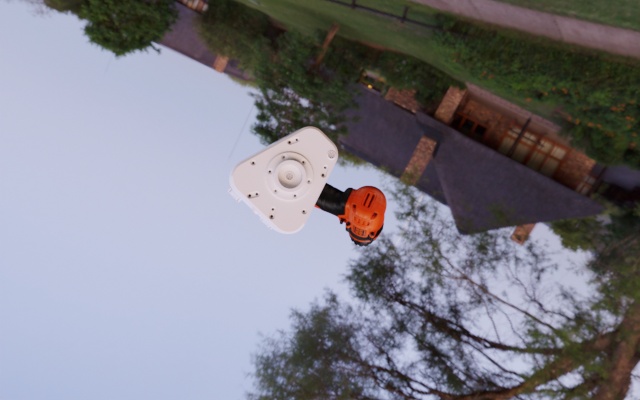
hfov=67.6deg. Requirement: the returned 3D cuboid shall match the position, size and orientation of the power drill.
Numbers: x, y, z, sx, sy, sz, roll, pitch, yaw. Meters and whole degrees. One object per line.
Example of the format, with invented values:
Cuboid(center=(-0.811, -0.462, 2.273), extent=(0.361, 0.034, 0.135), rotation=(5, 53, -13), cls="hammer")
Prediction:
Cuboid(center=(0.000, 0.002, 0.665), extent=(0.187, 0.057, 0.184), rotation=(21, -18, 8), cls="power drill")
